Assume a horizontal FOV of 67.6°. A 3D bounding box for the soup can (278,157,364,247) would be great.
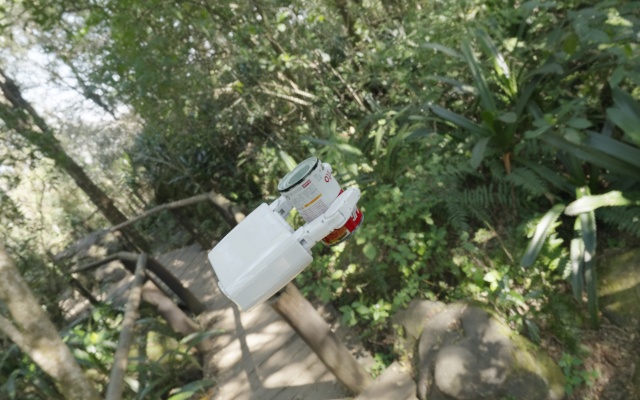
[{"bbox_3d":[0.000,0.002,0.627,0.068,0.102,0.068,-34,20,14],"label":"soup can"}]
